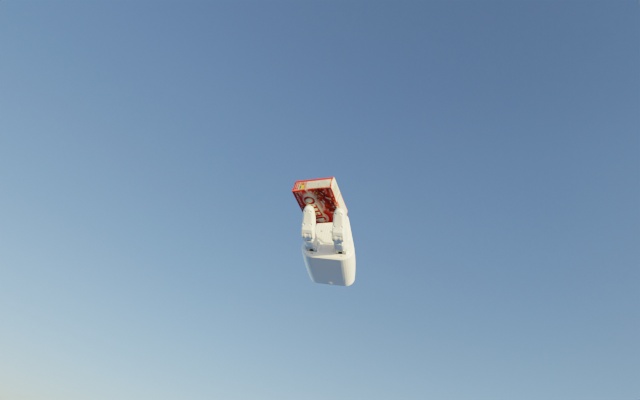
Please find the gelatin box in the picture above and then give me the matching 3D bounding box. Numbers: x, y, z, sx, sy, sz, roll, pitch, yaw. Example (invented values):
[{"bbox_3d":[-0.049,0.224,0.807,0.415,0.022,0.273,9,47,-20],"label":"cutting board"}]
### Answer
[{"bbox_3d":[0.000,0.002,0.841,0.073,0.030,0.089,-5,-47,21],"label":"gelatin box"}]
